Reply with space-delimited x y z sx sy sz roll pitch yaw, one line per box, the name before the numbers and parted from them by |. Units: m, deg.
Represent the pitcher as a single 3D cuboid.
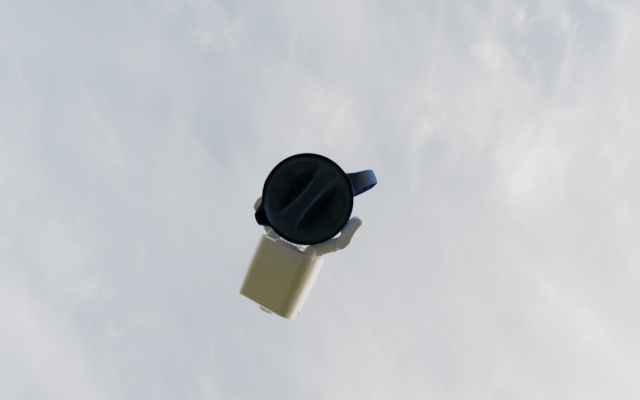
pitcher | 0.000 0.003 0.792 0.149 0.145 0.243 23 -2 6
